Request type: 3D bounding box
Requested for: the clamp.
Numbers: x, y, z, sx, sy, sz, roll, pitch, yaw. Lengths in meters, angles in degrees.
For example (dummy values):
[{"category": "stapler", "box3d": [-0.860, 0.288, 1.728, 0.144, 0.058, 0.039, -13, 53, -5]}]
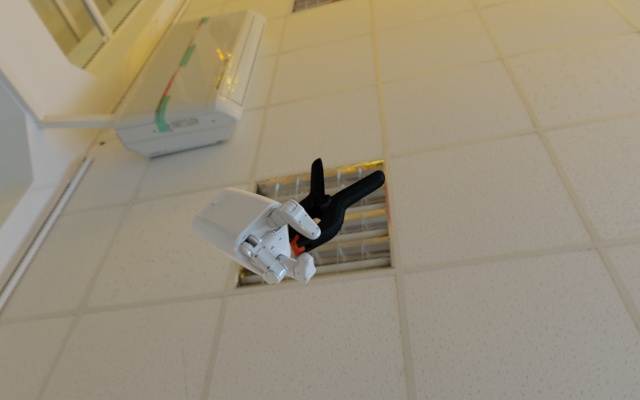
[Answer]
[{"category": "clamp", "box3d": [0.000, 0.003, 0.679, 0.120, 0.039, 0.171, 19, 54, 40]}]
